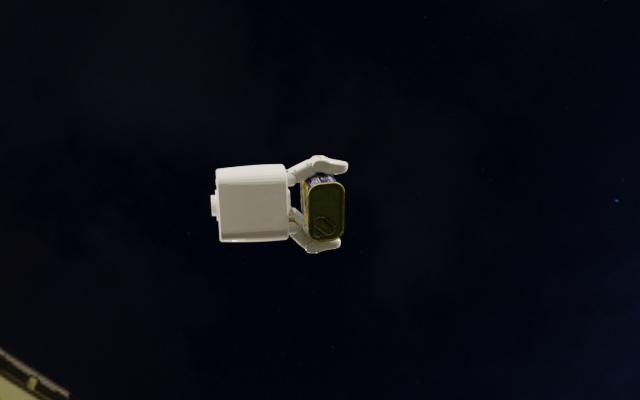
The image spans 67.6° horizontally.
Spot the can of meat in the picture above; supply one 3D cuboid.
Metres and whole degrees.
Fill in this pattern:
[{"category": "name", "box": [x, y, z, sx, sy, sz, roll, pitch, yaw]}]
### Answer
[{"category": "can of meat", "box": [0.000, 0.002, 0.772, 0.057, 0.102, 0.084, -6, 26, -11]}]
